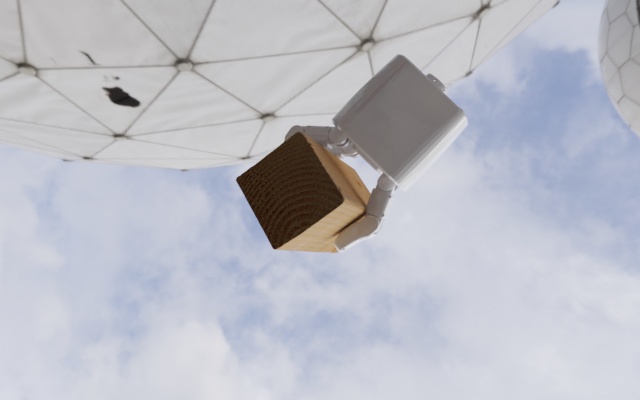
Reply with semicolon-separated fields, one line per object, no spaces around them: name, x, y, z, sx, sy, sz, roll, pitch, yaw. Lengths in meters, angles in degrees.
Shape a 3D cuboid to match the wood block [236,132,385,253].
wood block;0.001;0.002;0.571;0.090;0.090;0.206;-35;-17;12
